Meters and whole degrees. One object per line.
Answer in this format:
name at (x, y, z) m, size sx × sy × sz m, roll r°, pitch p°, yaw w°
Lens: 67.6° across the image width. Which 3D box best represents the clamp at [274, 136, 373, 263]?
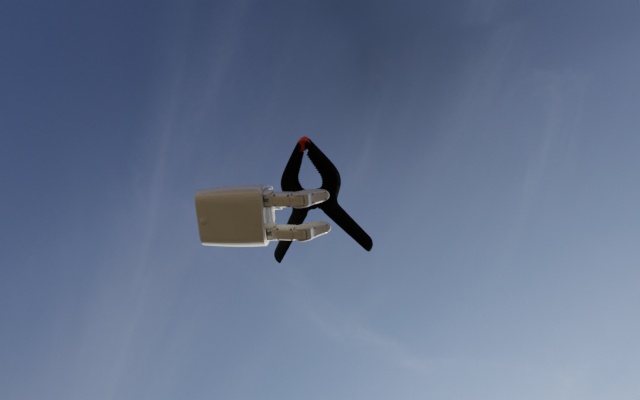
clamp at (0.000, 0.002, 0.765) m, size 0.164 × 0.210 × 0.036 m, roll -2°, pitch 19°, yaw 3°
